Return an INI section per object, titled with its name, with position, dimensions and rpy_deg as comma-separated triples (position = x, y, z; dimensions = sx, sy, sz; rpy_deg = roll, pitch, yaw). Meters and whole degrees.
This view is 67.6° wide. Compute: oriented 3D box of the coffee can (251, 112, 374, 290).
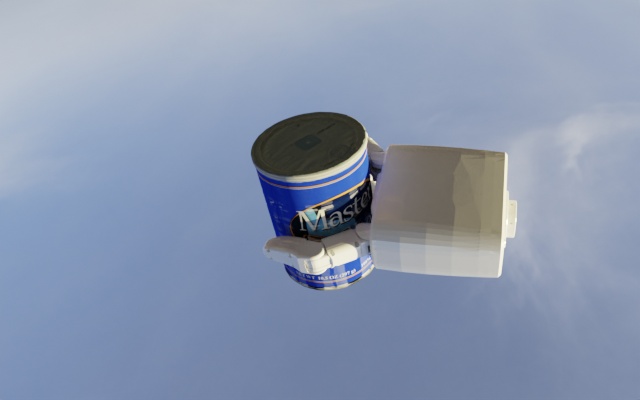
[coffee can]
position = 0.000, 0.001, 0.459
dimensions = 0.103, 0.140, 0.102
rpy_deg = -7, 39, 6
